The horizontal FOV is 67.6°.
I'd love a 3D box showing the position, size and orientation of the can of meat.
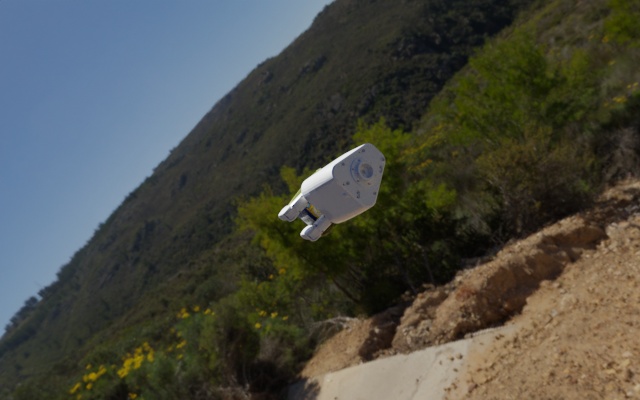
[{"bbox_3d":[0.000,0.003,0.894,0.084,0.102,0.057,41,-26,-13],"label":"can of meat"}]
